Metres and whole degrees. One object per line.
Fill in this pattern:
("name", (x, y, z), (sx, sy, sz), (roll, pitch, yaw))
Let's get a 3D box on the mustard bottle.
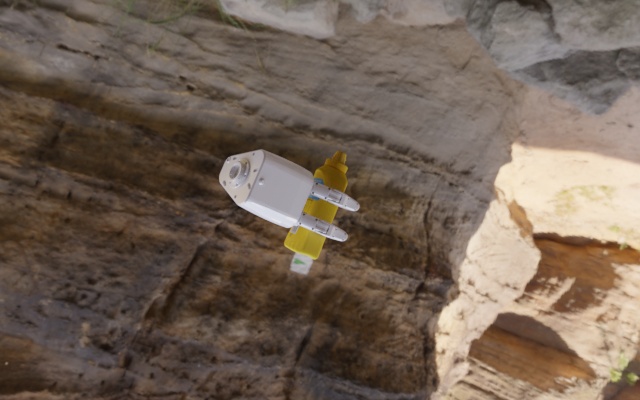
("mustard bottle", (0.000, 0.003, 0.838), (0.058, 0.191, 0.096), (24, -4, -18))
